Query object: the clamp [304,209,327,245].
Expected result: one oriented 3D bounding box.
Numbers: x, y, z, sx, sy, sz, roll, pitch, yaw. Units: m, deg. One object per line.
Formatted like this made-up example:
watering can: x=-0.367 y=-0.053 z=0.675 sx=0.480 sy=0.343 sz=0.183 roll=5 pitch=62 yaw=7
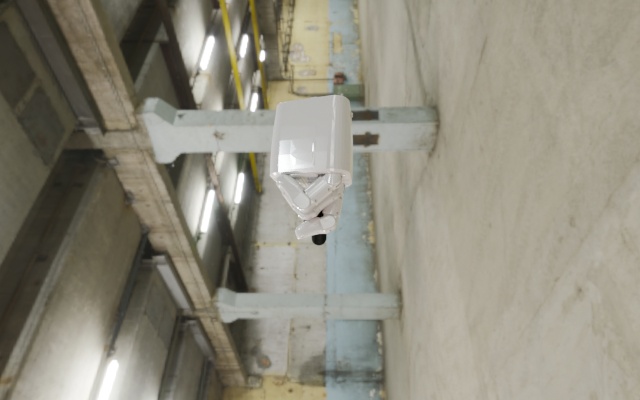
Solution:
clamp: x=-0.001 y=0.002 z=0.745 sx=0.039 sy=0.120 sz=0.171 roll=4 pitch=-11 yaw=4
